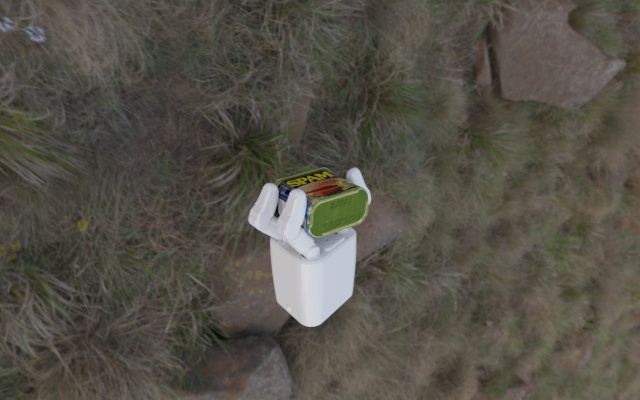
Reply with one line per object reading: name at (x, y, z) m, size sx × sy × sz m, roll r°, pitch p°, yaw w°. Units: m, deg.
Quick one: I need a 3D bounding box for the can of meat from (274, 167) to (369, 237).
can of meat at (0.000, 0.002, 0.623) m, size 0.102 × 0.057 × 0.084 m, roll -17°, pitch 30°, yaw -34°
